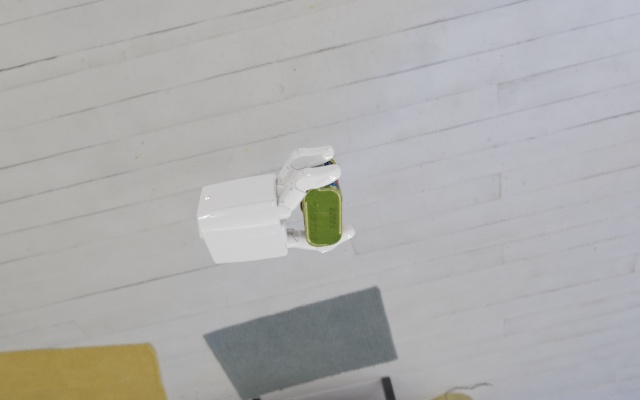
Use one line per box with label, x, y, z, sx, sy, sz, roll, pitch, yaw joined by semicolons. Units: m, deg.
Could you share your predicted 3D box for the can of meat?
can of meat;0.000;0.002;0.670;0.057;0.102;0.084;-5;33;-3
